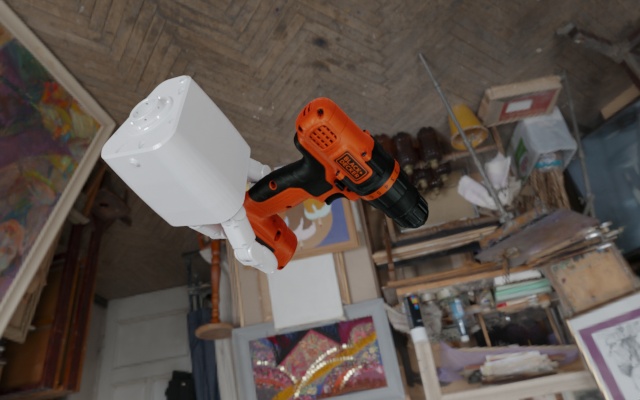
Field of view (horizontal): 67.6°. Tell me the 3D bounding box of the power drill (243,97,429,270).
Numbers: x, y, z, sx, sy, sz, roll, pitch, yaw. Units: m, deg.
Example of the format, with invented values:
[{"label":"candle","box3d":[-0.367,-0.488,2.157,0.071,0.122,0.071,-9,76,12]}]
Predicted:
[{"label":"power drill","box3d":[0.000,0.002,0.520,0.188,0.184,0.057,-35,27,26]}]
